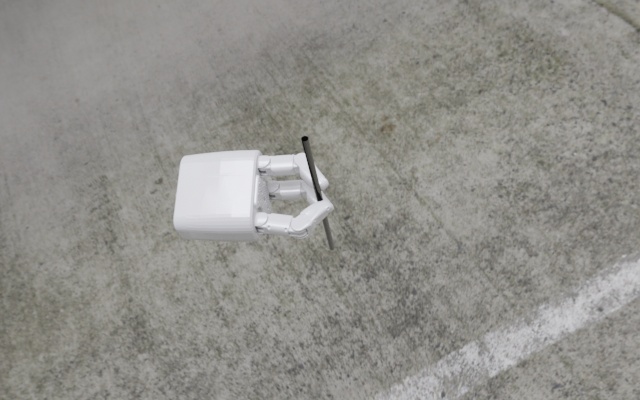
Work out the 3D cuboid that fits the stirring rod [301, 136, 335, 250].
[{"bbox_3d":[0.000,0.002,0.608,0.011,0.011,0.240,0,-34,10],"label":"stirring rod"}]
